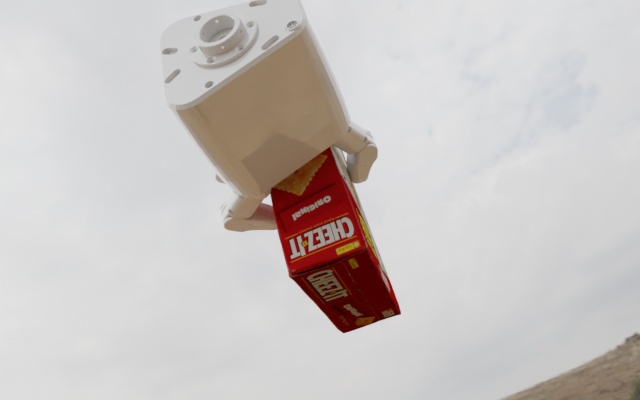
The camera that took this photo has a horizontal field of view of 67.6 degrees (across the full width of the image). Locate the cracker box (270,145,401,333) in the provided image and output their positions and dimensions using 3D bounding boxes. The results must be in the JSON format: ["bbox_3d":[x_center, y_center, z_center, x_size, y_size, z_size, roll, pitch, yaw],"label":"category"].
[{"bbox_3d":[0.000,0.001,0.466,0.072,0.213,0.164,-22,-34,7],"label":"cracker box"}]
